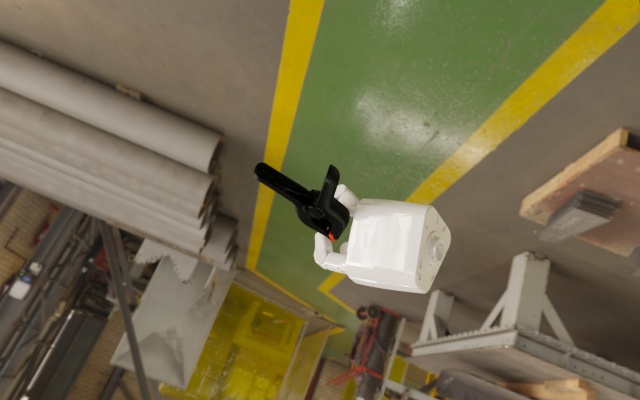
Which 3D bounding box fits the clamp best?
[{"bbox_3d":[0.000,0.003,0.646,0.120,0.039,0.171,5,-28,39],"label":"clamp"}]
